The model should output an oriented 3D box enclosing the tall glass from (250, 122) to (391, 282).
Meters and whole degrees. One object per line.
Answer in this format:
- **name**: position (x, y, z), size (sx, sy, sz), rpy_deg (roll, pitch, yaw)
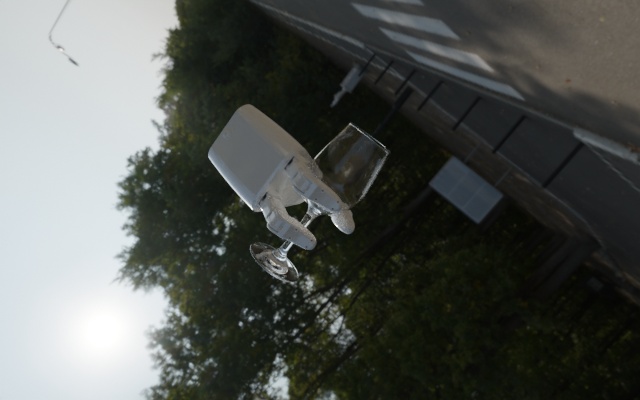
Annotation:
- **tall glass**: position (0.000, 0.003, 0.588), size (0.079, 0.201, 0.079), rpy_deg (36, 13, -10)
